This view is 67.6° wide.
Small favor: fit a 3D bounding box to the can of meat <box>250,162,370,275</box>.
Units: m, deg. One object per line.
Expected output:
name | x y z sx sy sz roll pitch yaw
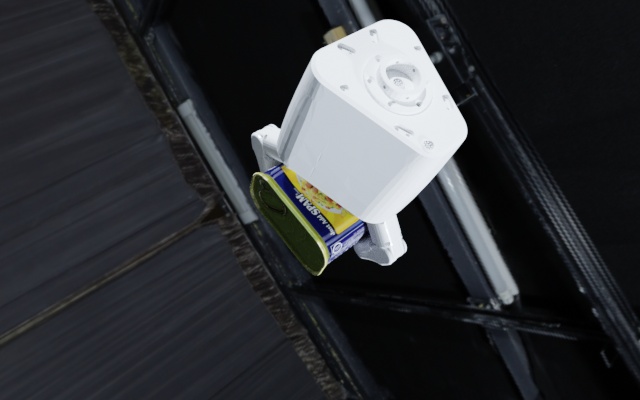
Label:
can of meat | 0.000 0.001 0.435 0.084 0.102 0.057 -33 -15 -27
